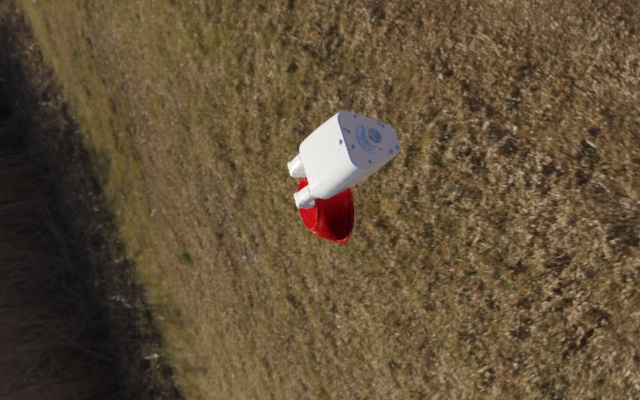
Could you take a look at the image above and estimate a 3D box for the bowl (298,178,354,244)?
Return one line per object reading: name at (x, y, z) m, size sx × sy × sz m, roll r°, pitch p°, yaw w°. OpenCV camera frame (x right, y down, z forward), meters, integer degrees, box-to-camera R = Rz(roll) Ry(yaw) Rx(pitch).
bowl at (-0.001, 0.004, 0.854) m, size 0.055 × 0.162 × 0.162 m, roll -10°, pitch 4°, yaw -22°
